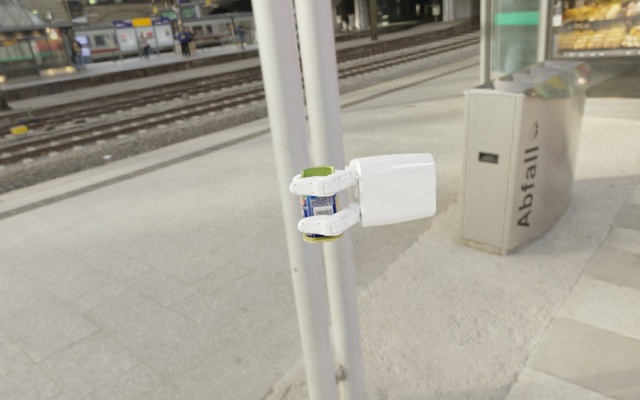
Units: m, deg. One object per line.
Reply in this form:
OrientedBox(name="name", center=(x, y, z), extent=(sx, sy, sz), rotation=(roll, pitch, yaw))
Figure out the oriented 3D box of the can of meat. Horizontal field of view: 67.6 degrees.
OrientedBox(name="can of meat", center=(0.000, 0.002, 0.700), extent=(0.057, 0.084, 0.102), rotation=(-5, 20, 2))
